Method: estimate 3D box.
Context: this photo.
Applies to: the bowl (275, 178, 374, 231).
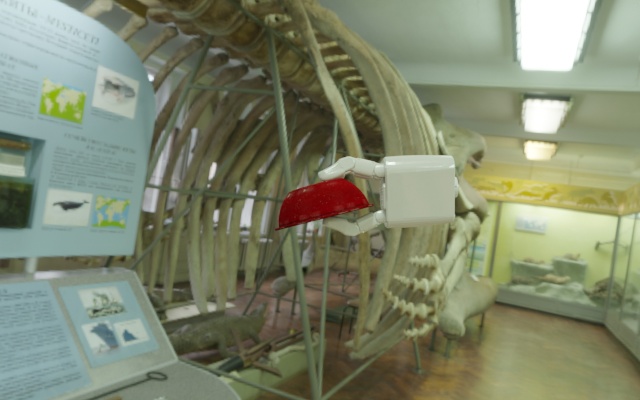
[{"bbox_3d":[-0.001,0.002,0.756,0.162,0.055,0.162,-15,-2,0],"label":"bowl"}]
